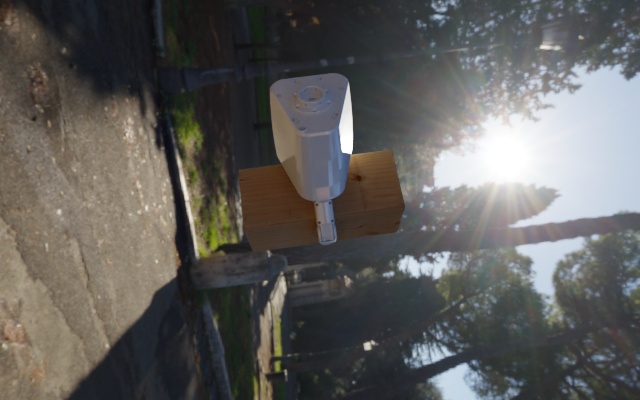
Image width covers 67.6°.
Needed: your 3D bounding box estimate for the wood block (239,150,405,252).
[{"bbox_3d":[0.000,0.002,0.655,0.206,0.090,0.090,-8,-26,-2],"label":"wood block"}]
